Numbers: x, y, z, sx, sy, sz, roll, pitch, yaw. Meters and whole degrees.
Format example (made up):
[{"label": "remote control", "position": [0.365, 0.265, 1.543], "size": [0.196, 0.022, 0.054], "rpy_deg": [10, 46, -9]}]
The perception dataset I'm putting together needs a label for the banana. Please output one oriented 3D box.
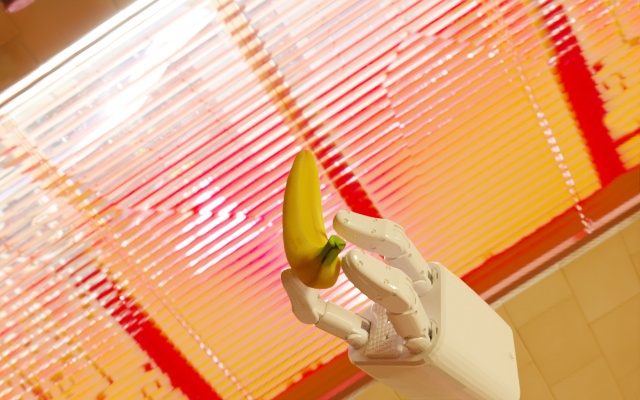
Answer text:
[{"label": "banana", "position": [-0.008, 0.018, 0.406], "size": [0.037, 0.070, 0.197], "rpy_deg": [21, 19, -19]}]
